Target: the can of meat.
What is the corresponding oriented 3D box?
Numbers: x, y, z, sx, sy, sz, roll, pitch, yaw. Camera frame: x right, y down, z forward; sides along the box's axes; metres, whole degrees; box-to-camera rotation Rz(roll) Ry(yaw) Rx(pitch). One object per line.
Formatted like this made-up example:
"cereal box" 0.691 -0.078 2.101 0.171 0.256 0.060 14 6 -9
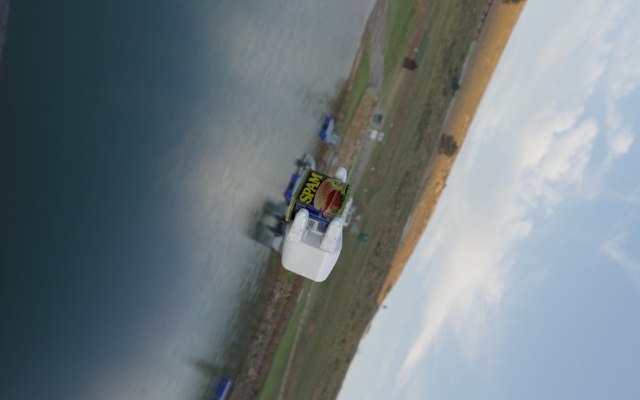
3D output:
"can of meat" 0.000 0.003 0.799 0.084 0.102 0.057 22 -41 3
